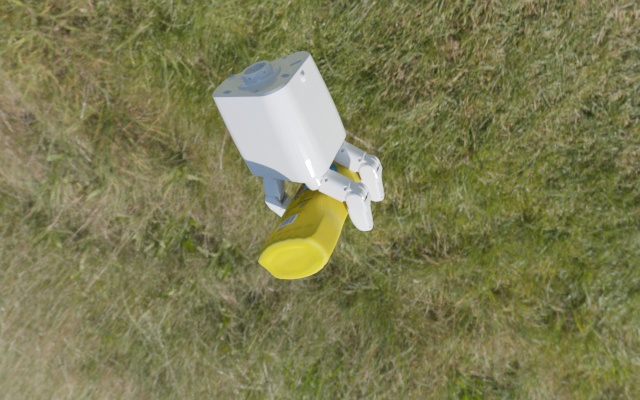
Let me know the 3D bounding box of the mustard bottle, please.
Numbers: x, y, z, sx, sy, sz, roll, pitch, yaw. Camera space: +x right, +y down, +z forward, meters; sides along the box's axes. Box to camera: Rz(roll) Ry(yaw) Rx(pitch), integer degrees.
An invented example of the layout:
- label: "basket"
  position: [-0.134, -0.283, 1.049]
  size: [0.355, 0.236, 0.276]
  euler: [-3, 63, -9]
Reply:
- label: "mustard bottle"
  position: [0.000, 0.002, 0.569]
  size: [0.096, 0.058, 0.191]
  euler: [-29, 24, 42]
